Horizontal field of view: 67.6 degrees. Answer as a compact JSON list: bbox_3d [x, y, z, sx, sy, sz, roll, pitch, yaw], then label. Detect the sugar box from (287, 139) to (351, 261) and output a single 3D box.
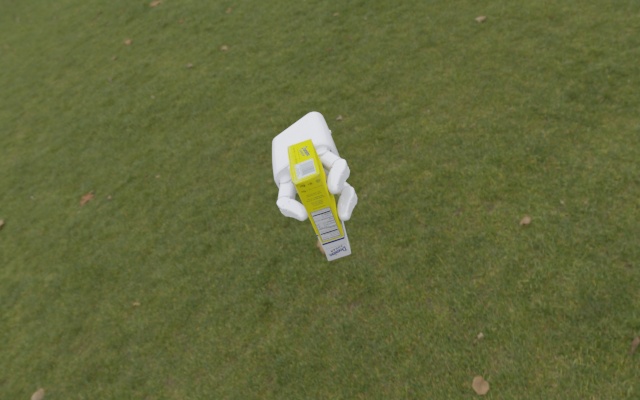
[{"bbox_3d":[0.001,0.002,0.741,0.048,0.176,0.093,-20,41,7],"label":"sugar box"}]
